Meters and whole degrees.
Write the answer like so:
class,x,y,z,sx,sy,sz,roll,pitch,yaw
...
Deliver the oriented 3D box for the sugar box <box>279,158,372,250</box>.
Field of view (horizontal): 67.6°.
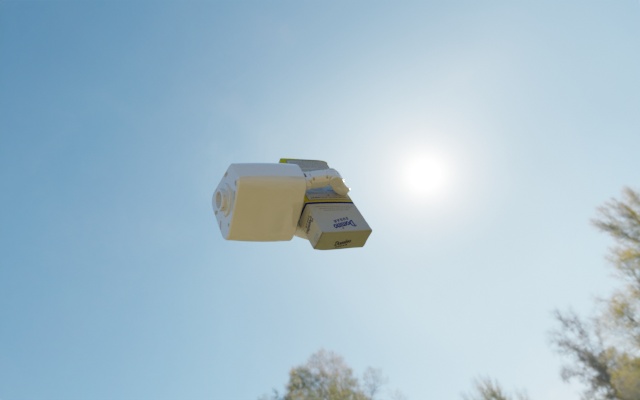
class,x,y,z,sx,sy,sz,roll,pitch,yaw
sugar box,0.000,0.003,0.763,0.093,0.048,0.176,0,44,-31
